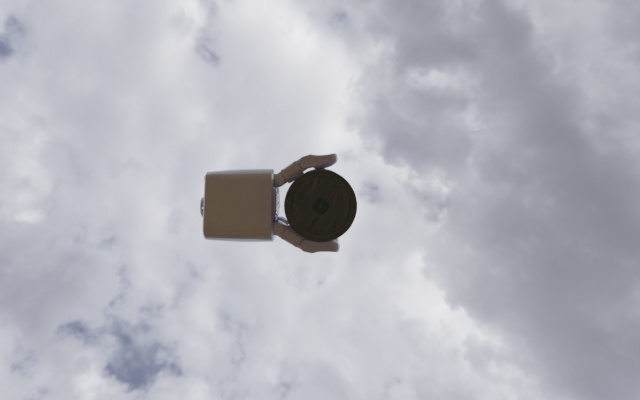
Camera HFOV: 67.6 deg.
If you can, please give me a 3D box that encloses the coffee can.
[{"bbox_3d":[0.000,0.002,0.735,0.103,0.103,0.140,0,5,0],"label":"coffee can"}]
